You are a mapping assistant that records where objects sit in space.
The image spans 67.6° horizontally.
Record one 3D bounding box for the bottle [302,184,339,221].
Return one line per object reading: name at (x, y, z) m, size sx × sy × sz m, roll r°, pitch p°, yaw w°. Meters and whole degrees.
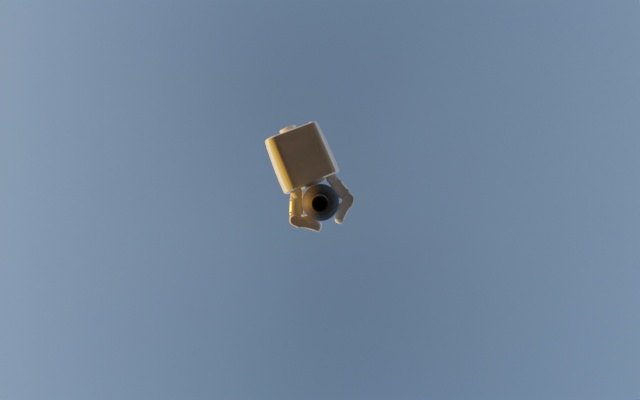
bottle at (0.000, 0.003, 0.884) m, size 0.069 × 0.069 × 0.295 m, roll 0°, pitch 1°, yaw 0°
